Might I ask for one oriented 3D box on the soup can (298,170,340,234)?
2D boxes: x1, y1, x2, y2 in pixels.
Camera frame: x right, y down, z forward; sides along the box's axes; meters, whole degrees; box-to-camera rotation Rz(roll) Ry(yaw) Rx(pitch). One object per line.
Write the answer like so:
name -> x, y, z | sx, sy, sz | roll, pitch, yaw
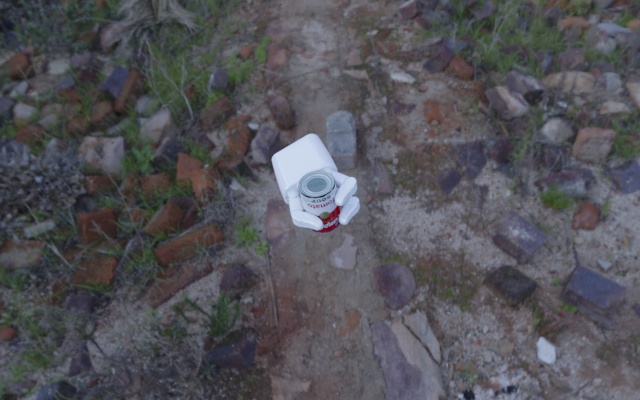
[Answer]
soup can -> 0.000, 0.003, 0.871 | 0.068, 0.068, 0.102 | 0, -41, 10
